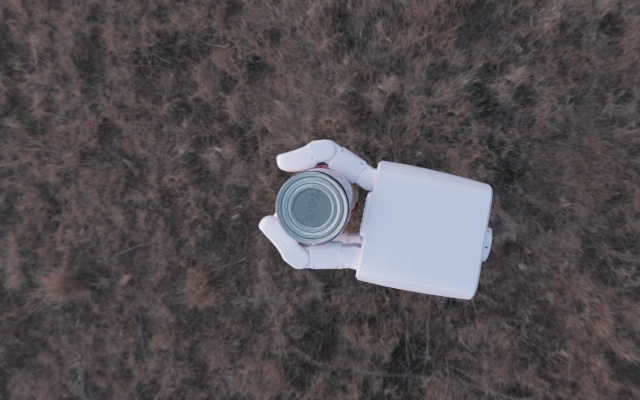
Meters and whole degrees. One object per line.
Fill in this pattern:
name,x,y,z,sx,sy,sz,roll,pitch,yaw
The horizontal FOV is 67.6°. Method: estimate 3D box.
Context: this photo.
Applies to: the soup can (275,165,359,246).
soup can,0.000,0.001,0.464,0.068,0.068,0.102,0,7,9
